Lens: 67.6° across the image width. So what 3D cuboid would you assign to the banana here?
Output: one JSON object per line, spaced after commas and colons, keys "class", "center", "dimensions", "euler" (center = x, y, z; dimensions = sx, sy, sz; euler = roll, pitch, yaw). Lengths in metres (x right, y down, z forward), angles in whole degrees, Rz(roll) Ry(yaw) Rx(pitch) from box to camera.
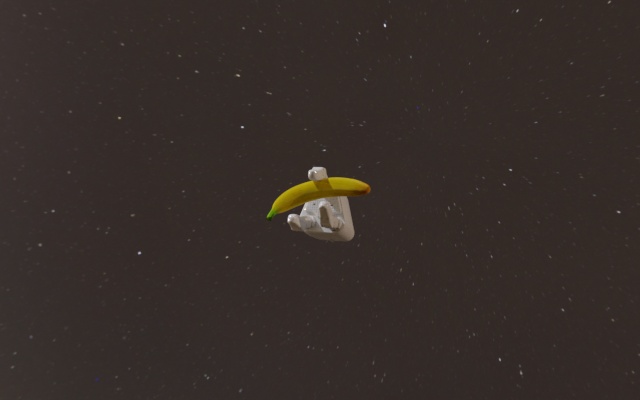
{"class": "banana", "center": [-0.006, -0.010, 0.897], "dimensions": [0.198, 0.069, 0.037], "euler": [-17, -41, 6]}
